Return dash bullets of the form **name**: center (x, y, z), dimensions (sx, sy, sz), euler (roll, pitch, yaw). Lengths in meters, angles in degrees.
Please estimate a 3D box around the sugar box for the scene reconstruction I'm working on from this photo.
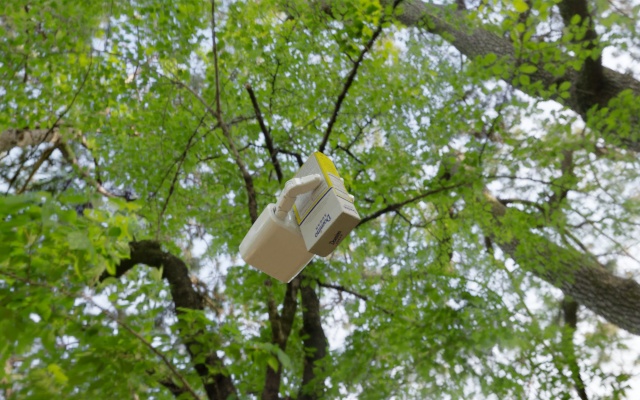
- **sugar box**: center (0.000, 0.003, 0.800), dimensions (0.048, 0.093, 0.176), euler (24, 28, -35)
